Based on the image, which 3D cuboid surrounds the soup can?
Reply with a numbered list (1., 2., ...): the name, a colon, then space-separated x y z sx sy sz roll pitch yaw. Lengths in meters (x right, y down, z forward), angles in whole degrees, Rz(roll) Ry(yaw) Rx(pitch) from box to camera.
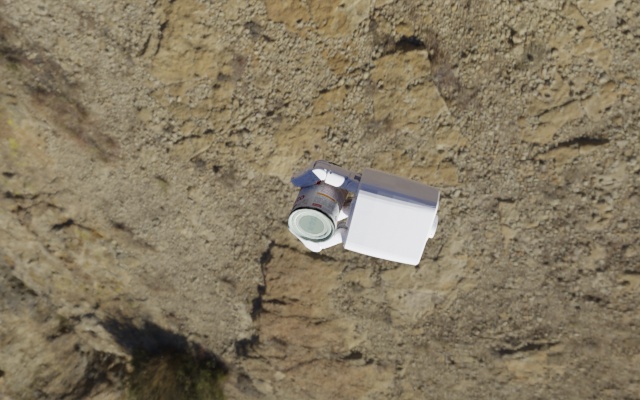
1. soup can: 0.000 0.002 0.675 0.068 0.069 0.102 0 41 19
